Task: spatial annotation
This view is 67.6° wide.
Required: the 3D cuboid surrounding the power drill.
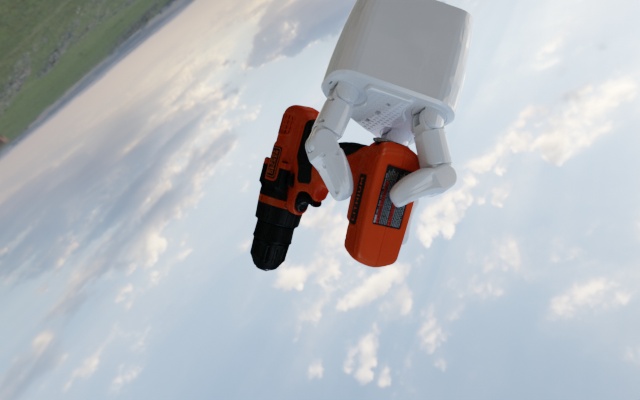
[{"bbox_3d":[0.000,0.001,0.466,0.057,0.184,0.187,10,6,-39],"label":"power drill"}]
